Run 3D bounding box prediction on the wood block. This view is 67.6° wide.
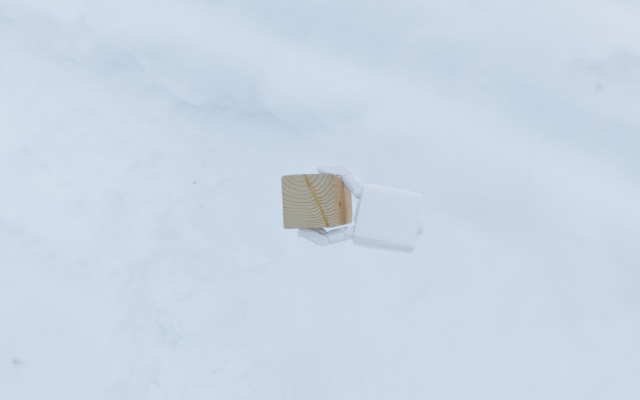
[{"bbox_3d":[0.000,0.003,0.879,0.090,0.091,0.206,-2,-2,12],"label":"wood block"}]
